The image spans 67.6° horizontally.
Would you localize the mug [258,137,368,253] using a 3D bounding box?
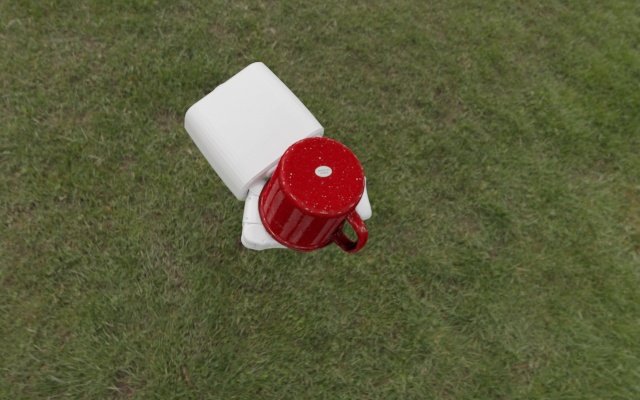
[{"bbox_3d":[0.001,0.003,0.453,0.093,0.117,0.081,-36,-9,-27],"label":"mug"}]
